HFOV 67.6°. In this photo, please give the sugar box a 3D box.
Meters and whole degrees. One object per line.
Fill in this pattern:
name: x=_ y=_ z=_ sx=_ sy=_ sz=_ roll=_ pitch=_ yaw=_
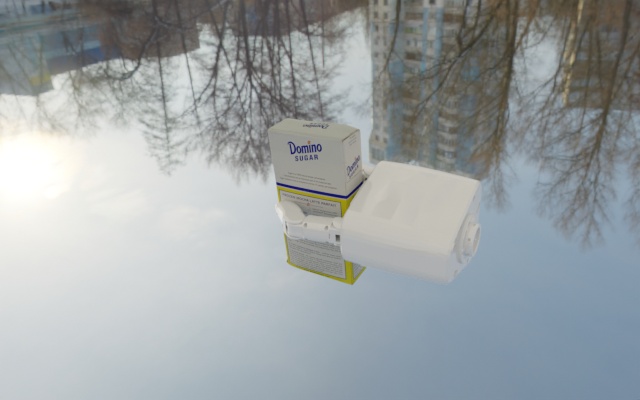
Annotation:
sugar box: x=0.000 y=0.002 z=0.529 sx=0.093 sy=0.176 sz=0.048 roll=13 pitch=31 yaw=28
